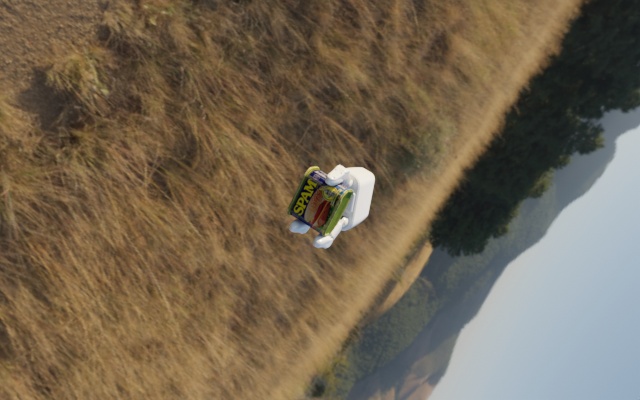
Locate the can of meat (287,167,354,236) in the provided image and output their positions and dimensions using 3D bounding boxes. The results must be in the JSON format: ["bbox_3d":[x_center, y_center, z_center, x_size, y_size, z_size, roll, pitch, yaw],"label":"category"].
[{"bbox_3d":[0.000,0.003,0.869,0.084,0.102,0.057,32,17,17],"label":"can of meat"}]
